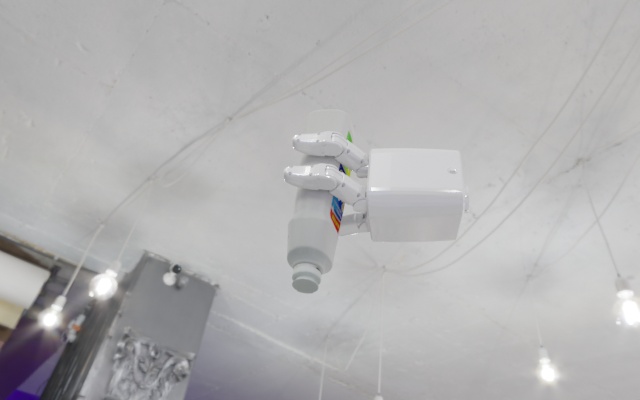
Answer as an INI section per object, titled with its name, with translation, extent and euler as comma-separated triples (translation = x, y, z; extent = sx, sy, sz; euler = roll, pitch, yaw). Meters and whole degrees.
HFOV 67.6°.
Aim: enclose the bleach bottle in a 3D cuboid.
[bleach bottle]
translation = 0.000, 0.002, 0.581
extent = 0.068, 0.250, 0.103
euler = 0, -42, 10
